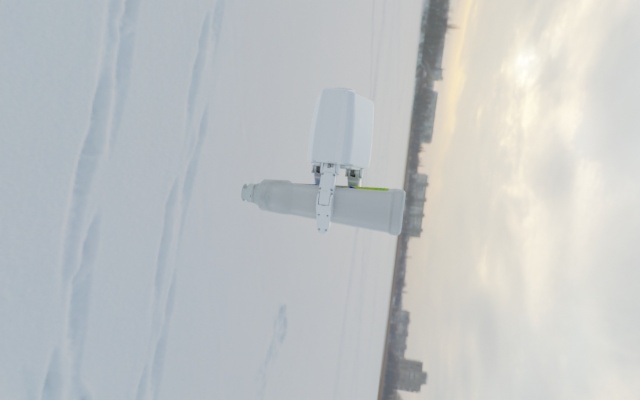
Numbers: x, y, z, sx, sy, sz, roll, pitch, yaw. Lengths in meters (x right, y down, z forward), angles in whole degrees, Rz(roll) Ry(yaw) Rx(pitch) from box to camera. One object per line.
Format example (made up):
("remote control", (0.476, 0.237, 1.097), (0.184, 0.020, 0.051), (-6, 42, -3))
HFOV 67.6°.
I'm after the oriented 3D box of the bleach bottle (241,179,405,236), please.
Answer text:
("bleach bottle", (0.000, 0.002, 0.729), (0.251, 0.068, 0.102), (7, 3, 9))
